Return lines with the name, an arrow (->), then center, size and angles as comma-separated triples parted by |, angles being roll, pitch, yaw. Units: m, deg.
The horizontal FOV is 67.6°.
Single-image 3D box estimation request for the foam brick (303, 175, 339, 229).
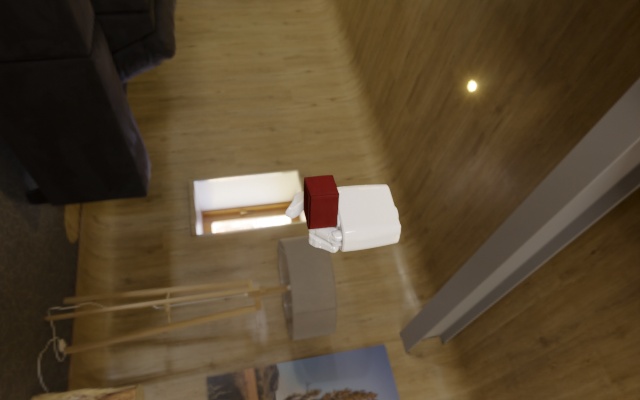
foam brick -> 0.000, 0.003, 0.813 | 0.051, 0.078, 0.053 | -6, 43, -9
